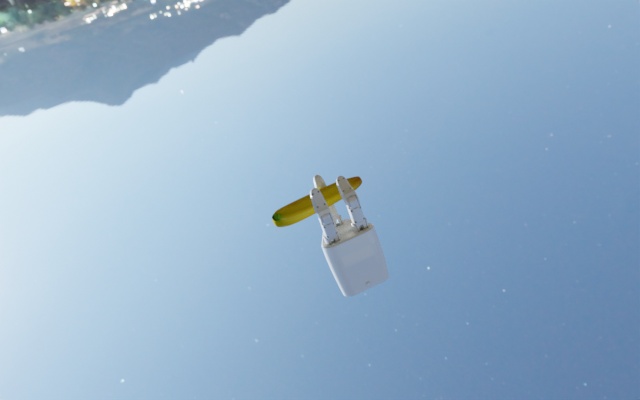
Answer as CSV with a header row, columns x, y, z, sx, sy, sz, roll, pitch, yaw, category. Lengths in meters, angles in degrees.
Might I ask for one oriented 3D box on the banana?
x,y,z,sx,sy,sz,roll,pitch,yaw,category
-0.012,0.006,0.844,0.197,0.037,0.069,-26,7,-32,banana
